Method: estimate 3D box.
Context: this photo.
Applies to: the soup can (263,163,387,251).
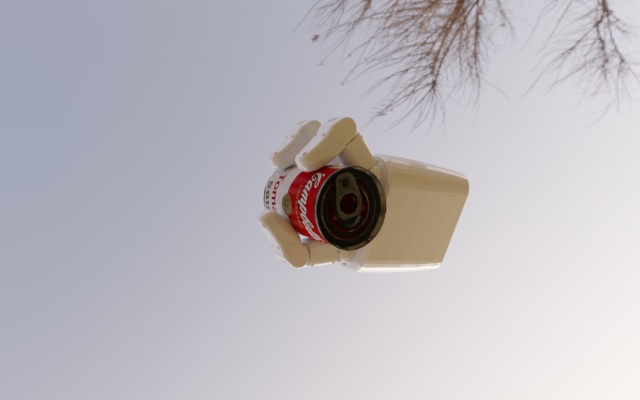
[{"bbox_3d":[-0.001,0.001,0.420,0.068,0.068,0.102,0,6,-31],"label":"soup can"}]
